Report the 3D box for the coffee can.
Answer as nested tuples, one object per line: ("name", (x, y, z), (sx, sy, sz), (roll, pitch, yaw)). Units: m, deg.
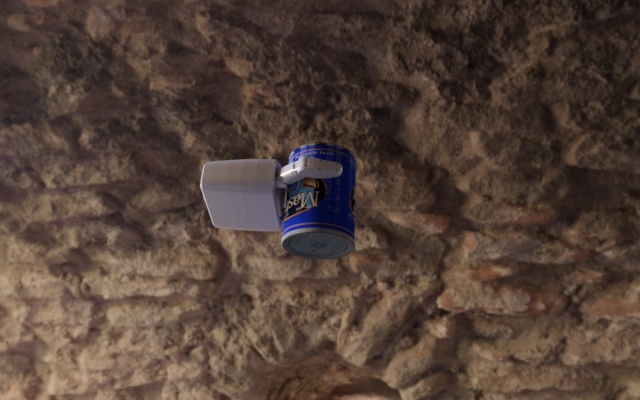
("coffee can", (0.000, 0.002, 0.692), (0.103, 0.140, 0.103), (2, -27, 1))
